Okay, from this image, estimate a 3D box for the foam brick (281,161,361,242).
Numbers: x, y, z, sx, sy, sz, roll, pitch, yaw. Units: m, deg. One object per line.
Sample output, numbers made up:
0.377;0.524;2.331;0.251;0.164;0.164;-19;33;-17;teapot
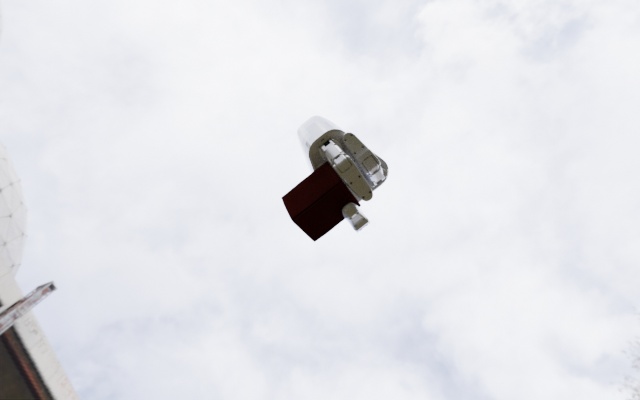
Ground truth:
0.000;0.002;0.599;0.053;0.078;0.051;50;4;-40;foam brick
